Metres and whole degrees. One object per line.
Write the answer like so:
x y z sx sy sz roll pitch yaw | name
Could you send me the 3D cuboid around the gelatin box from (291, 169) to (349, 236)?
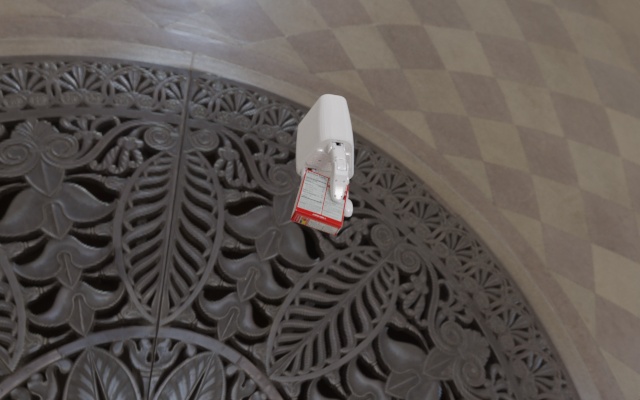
0.000 0.002 0.727 0.073 0.089 0.030 20 -42 -8 | gelatin box
